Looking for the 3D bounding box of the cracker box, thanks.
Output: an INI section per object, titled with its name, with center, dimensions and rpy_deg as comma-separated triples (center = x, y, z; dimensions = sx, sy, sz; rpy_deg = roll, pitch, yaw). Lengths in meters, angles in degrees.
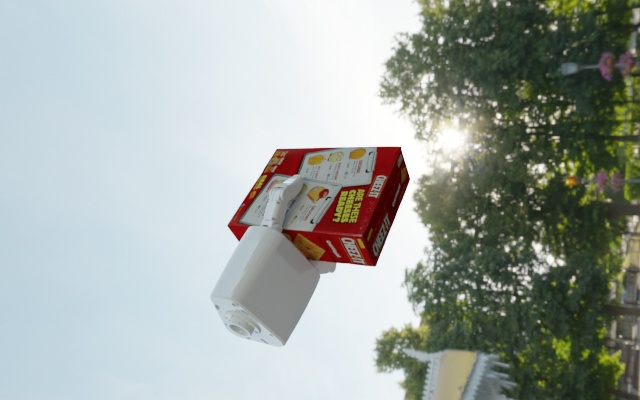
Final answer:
[cracker box]
center = 0.000, 0.002, 0.675
dimensions = 0.213, 0.164, 0.072
rpy_deg = 3, -42, 31
